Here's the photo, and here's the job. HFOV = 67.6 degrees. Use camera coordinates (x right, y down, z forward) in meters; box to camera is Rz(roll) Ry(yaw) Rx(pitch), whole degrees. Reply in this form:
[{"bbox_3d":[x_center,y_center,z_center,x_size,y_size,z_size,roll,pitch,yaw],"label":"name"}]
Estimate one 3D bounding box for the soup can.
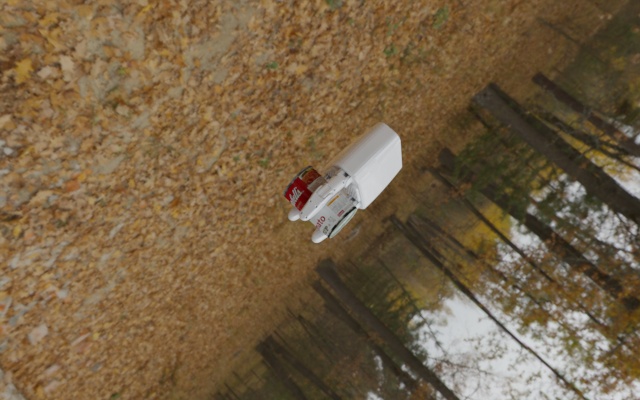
[{"bbox_3d":[0.000,0.003,0.764,0.102,0.068,0.068,43,10,11],"label":"soup can"}]
